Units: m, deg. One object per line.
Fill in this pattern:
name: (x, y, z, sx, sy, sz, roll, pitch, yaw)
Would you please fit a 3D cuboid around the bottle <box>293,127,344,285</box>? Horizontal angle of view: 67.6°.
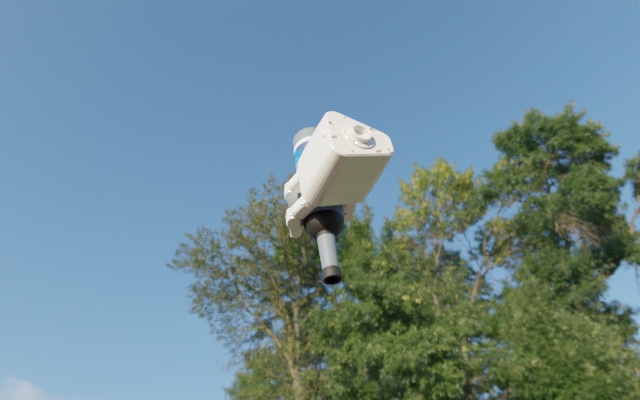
bottle: (0.000, 0.002, 0.774, 0.069, 0.295, 0.069, -5, -40, -4)
